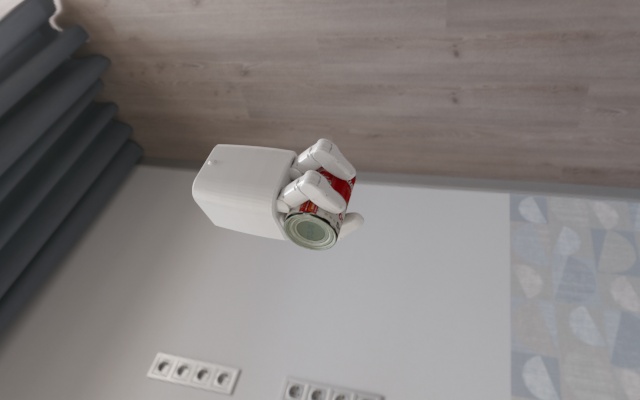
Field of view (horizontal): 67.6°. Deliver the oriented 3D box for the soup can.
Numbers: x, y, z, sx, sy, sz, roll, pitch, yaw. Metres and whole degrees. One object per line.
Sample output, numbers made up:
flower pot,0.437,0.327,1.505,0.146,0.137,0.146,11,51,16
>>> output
soup can,0.001,0.002,0.589,0.068,0.102,0.069,11,-41,10
